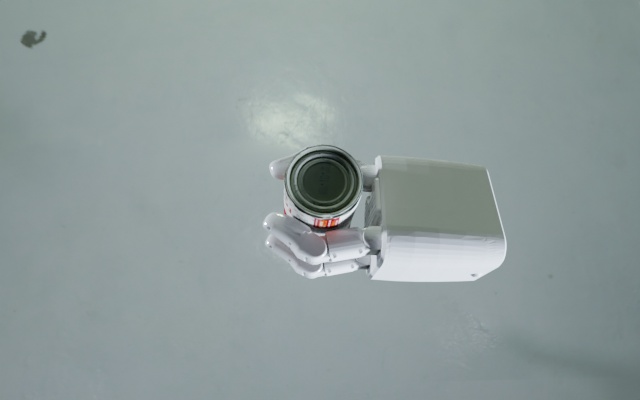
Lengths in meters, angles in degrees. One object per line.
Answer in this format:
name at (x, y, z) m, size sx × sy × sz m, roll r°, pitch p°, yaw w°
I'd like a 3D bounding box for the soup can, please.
soup can at (0.000, 0.001, 0.437) m, size 0.068 × 0.068 × 0.102 m, roll 0°, pitch -21°, yaw -4°
